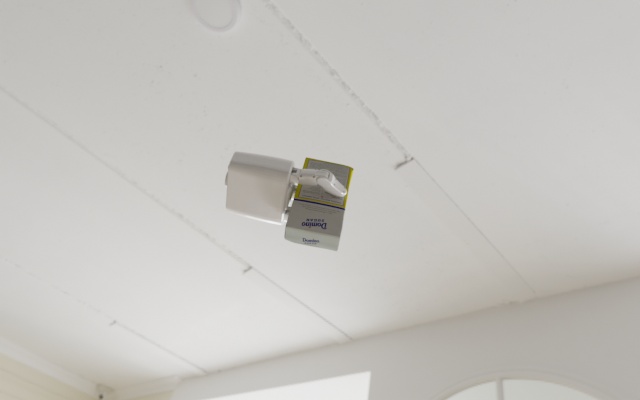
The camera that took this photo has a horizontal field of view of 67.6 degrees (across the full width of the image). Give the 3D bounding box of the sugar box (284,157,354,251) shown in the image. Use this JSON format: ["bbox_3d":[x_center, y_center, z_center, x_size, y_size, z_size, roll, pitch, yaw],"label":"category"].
[{"bbox_3d":[0.000,0.003,0.836,0.093,0.176,0.048,12,-42,3],"label":"sugar box"}]
